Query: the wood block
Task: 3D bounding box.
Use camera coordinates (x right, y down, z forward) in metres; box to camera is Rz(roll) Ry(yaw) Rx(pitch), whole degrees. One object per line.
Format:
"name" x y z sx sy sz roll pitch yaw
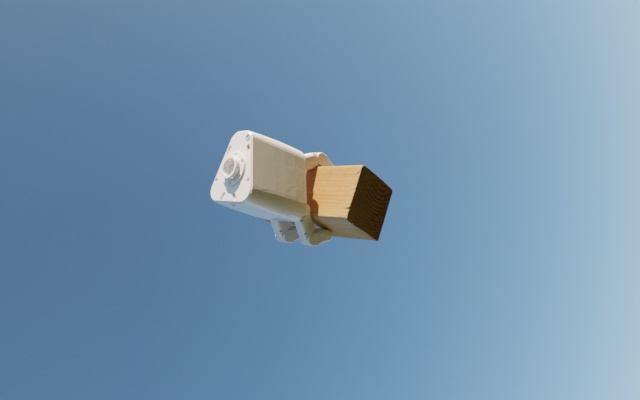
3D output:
"wood block" 0.000 0.002 0.781 0.206 0.090 0.090 2 -23 42
